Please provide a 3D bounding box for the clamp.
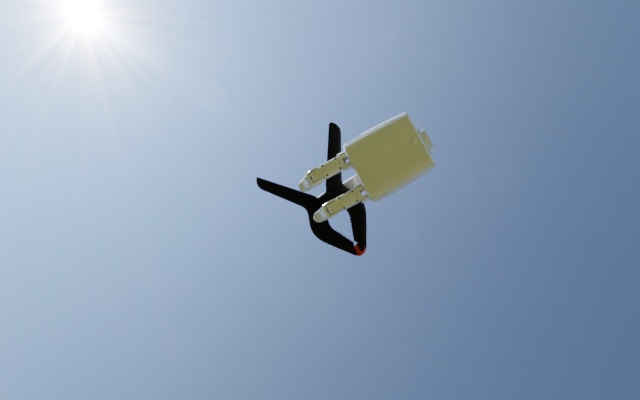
[{"bbox_3d":[0.001,0.003,0.768,0.164,0.210,0.036,-29,-8,14],"label":"clamp"}]
